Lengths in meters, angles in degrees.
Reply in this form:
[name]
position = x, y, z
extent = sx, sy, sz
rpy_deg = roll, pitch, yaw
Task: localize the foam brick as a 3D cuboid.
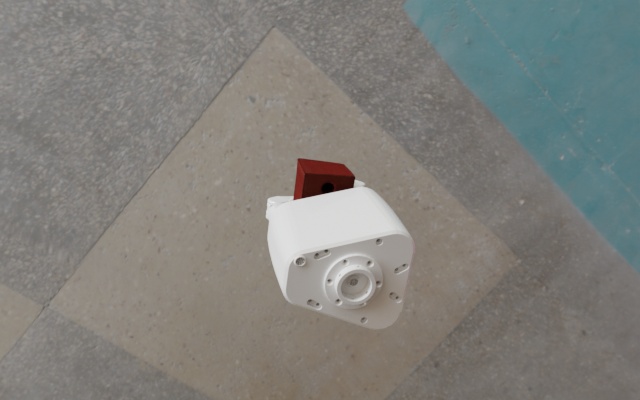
[foam brick]
position = 0.000, 0.001, 0.496
extent = 0.053, 0.078, 0.051
rpy_deg = 4, 18, -12
